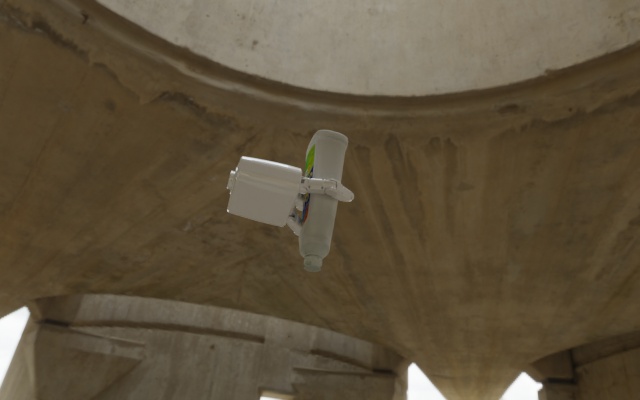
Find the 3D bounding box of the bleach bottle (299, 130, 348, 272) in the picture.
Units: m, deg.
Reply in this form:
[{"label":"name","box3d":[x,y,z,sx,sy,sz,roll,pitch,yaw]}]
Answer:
[{"label":"bleach bottle","box3d":[0.000,0.003,0.857,0.068,0.250,0.103,13,-30,-12]}]
